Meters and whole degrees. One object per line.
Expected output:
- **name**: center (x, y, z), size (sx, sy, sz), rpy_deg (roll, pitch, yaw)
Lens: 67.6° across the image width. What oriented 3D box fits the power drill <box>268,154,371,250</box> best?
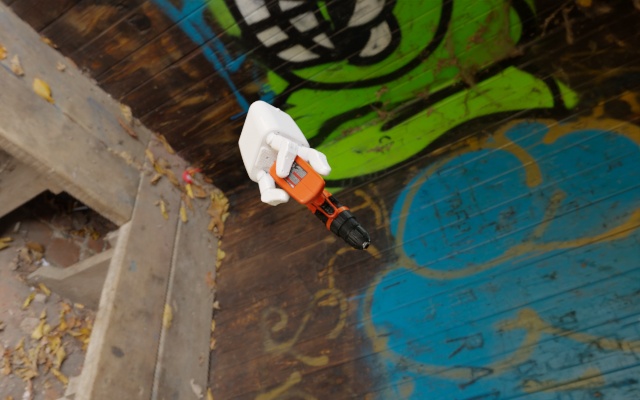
- **power drill**: center (0.000, 0.002, 0.828), size (0.184, 0.057, 0.188), rpy_deg (41, -4, 30)
